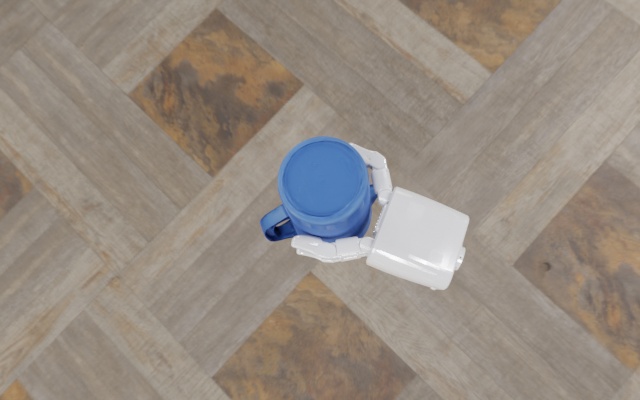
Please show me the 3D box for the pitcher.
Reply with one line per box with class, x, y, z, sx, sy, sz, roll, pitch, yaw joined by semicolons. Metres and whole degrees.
pitcher;0.000;0.002;0.666;0.145;0.149;0.243;22;-9;8
